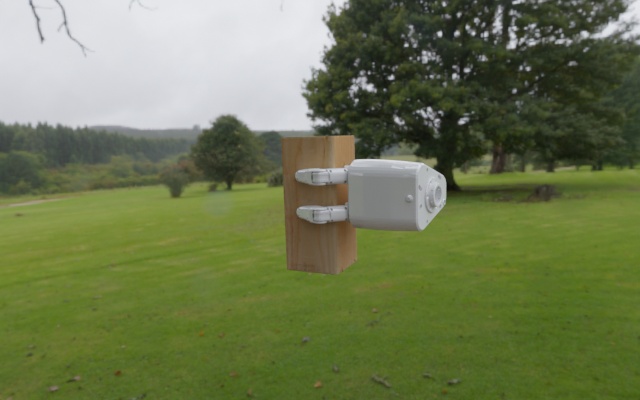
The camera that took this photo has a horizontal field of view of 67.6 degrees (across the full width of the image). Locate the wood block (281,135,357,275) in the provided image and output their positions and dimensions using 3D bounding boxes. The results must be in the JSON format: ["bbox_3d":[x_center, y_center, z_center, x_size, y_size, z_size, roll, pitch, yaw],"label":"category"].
[{"bbox_3d":[0.001,0.002,0.754,0.090,0.206,0.091,2,8,24],"label":"wood block"}]
